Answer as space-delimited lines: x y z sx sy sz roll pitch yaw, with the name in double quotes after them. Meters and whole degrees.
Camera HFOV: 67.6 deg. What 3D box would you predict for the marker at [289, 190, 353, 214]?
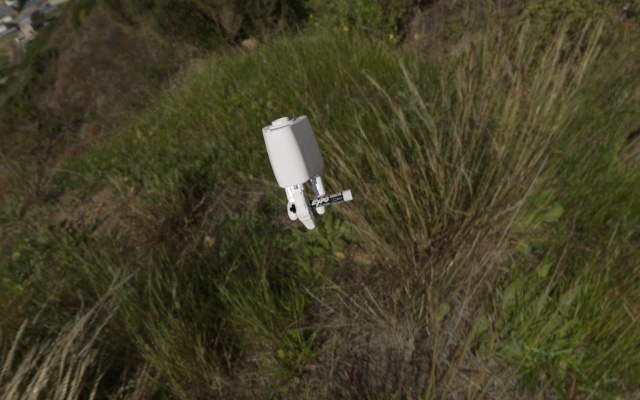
0.000 0.003 0.892 0.121 0.020 0.020 -14 -3 10 "marker"
